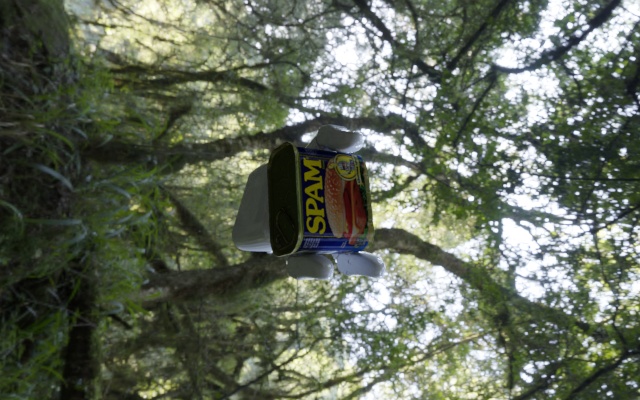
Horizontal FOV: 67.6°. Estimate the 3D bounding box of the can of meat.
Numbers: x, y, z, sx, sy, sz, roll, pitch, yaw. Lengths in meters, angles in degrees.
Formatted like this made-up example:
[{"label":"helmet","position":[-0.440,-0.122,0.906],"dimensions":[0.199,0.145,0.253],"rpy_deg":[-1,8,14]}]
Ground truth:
[{"label":"can of meat","position":[0.000,0.001,0.453],"dimensions":[0.084,0.102,0.057],"rpy_deg":[4,-15,-31]}]
